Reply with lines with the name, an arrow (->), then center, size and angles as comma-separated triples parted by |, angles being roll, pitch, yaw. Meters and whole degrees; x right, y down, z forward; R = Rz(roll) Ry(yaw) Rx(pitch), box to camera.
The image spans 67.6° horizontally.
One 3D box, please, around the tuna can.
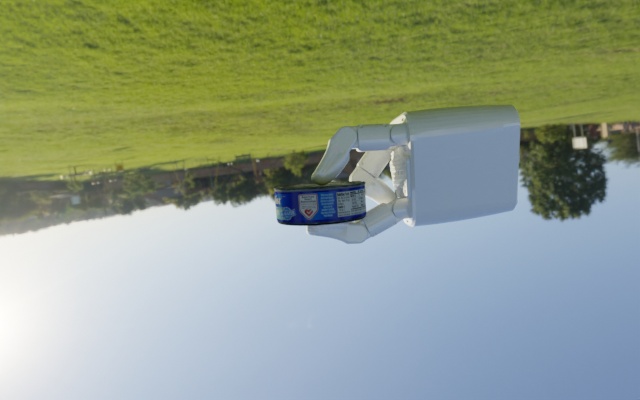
tuna can -> 0.000, 0.002, 0.446 | 0.086, 0.034, 0.086 | -4, 5, 0
